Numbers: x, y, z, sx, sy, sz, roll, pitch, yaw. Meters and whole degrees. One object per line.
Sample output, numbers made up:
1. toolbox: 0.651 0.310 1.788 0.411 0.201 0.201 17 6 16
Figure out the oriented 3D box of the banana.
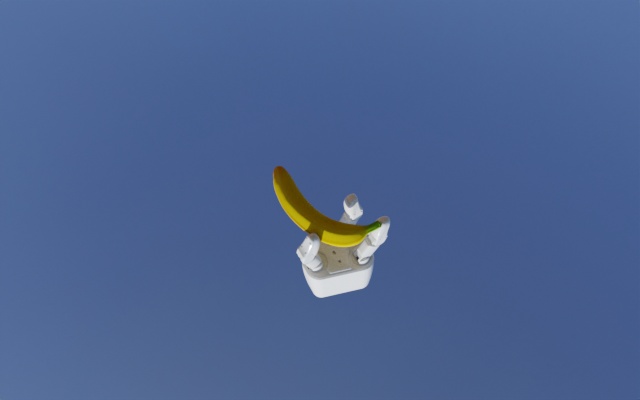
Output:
1. banana: -0.008 0.018 0.728 0.197 0.069 0.037 31 -22 19
